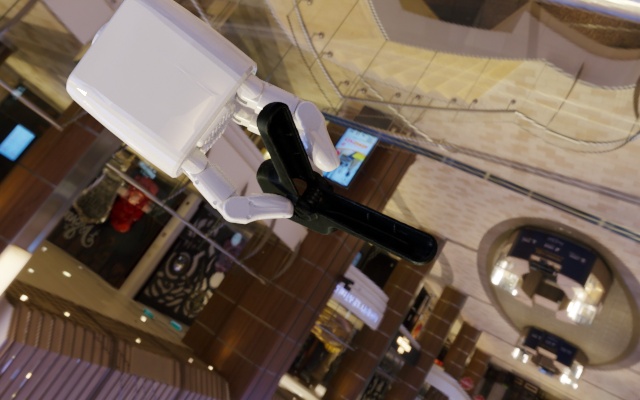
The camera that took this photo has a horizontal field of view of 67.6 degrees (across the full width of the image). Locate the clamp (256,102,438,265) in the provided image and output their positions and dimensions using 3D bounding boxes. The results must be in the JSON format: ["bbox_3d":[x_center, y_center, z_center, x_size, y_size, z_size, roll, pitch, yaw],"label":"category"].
[{"bbox_3d":[-0.001,0.002,0.419,0.164,0.036,0.210,40,-15,-7],"label":"clamp"}]
